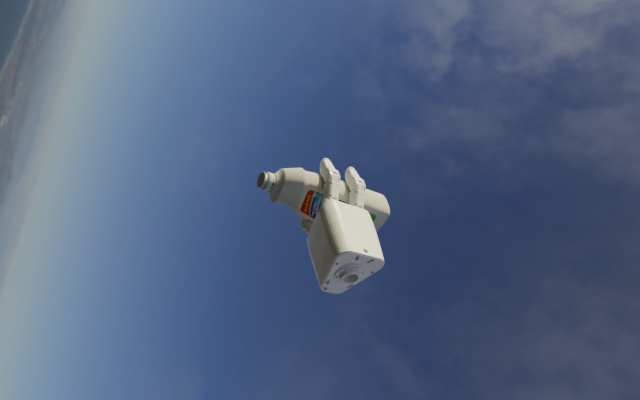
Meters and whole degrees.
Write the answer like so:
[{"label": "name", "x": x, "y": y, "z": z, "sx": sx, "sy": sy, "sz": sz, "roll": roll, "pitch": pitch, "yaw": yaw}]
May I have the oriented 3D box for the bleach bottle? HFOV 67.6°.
[{"label": "bleach bottle", "x": 0.000, "y": 0.003, "z": 0.855, "sx": 0.251, "sy": 0.068, "sz": 0.103, "roll": 17, "pitch": -51, "yaw": -31}]
